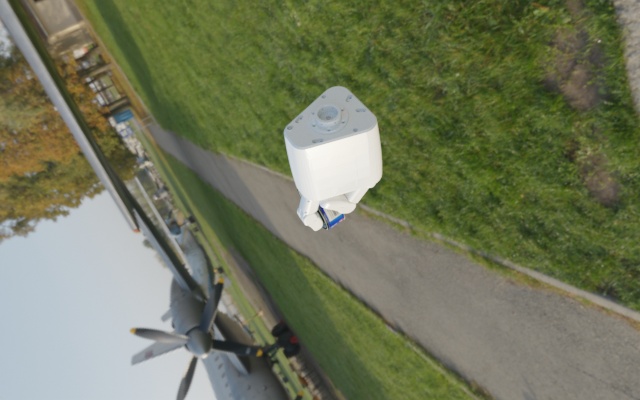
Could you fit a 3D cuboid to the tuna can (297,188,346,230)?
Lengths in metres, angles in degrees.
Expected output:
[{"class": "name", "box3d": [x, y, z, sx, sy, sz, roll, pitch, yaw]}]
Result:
[{"class": "tuna can", "box3d": [0.000, 0.003, 0.734, 0.034, 0.086, 0.086, -34, 7, -11]}]
